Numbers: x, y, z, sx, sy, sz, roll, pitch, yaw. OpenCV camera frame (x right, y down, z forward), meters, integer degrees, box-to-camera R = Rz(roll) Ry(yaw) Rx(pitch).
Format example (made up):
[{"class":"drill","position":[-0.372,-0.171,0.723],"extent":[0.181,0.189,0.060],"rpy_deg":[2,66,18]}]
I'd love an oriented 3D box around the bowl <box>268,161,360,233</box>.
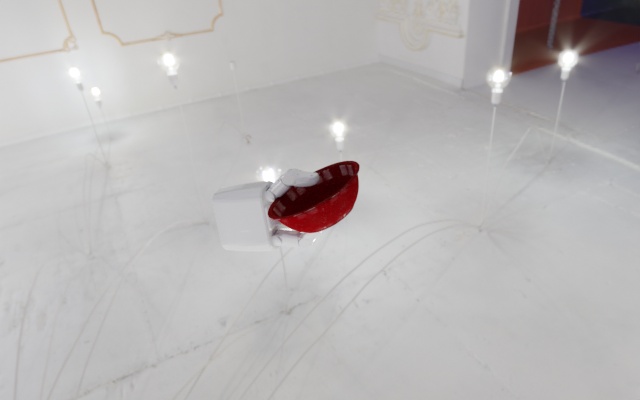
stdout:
[{"class":"bowl","position":[0.001,0.003,0.746],"extent":[0.162,0.055,0.162],"rpy_deg":[-27,19,10]}]
